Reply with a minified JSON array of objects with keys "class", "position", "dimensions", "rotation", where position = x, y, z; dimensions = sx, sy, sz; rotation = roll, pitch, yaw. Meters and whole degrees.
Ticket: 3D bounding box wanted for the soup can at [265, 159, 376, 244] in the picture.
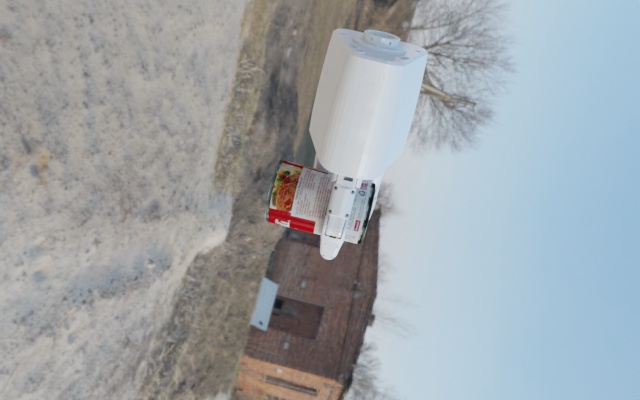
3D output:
[{"class":"soup can","position":[0.000,0.002,0.497],"dimensions":[0.102,0.068,0.068],"rotation":[14,0,2]}]
